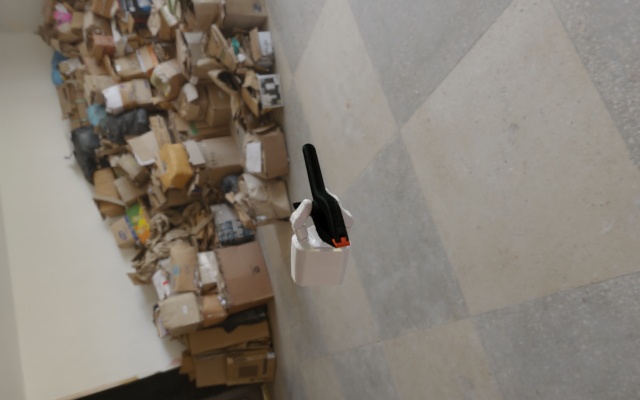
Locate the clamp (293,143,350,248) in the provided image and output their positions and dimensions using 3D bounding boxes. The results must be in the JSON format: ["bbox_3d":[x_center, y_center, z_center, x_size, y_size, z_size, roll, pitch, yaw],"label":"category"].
[{"bbox_3d":[0.000,0.004,0.898,0.036,0.165,0.210,-10,39,-23],"label":"clamp"}]
